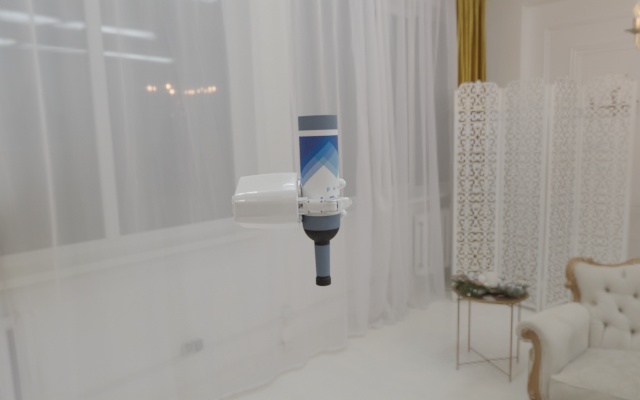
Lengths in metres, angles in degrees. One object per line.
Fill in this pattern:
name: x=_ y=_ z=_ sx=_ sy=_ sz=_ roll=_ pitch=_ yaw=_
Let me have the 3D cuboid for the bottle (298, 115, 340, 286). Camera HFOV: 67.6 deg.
bottle: x=0.000 y=0.002 z=0.825 sx=0.069 sy=0.296 sz=0.069 roll=-2 pitch=8 yaw=0
